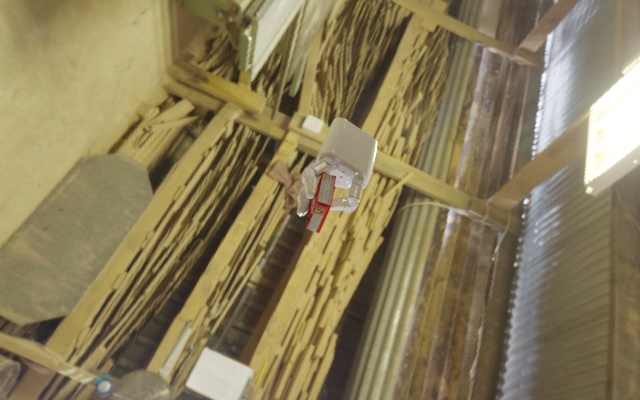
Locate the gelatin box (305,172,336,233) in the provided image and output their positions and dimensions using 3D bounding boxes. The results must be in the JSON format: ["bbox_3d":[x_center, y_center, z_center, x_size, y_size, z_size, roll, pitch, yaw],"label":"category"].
[{"bbox_3d":[0.001,0.003,0.876,0.030,0.073,0.089,17,42,-7],"label":"gelatin box"}]
